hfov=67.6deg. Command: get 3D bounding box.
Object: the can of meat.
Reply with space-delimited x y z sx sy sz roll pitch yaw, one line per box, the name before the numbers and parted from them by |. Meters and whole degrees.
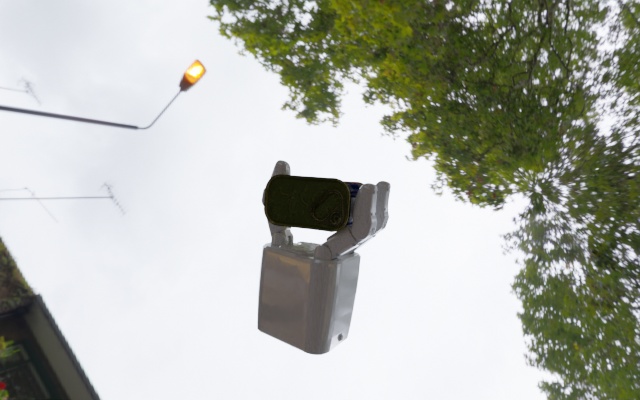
can of meat | 0.000 0.002 0.552 0.102 0.057 0.084 5 3 24
